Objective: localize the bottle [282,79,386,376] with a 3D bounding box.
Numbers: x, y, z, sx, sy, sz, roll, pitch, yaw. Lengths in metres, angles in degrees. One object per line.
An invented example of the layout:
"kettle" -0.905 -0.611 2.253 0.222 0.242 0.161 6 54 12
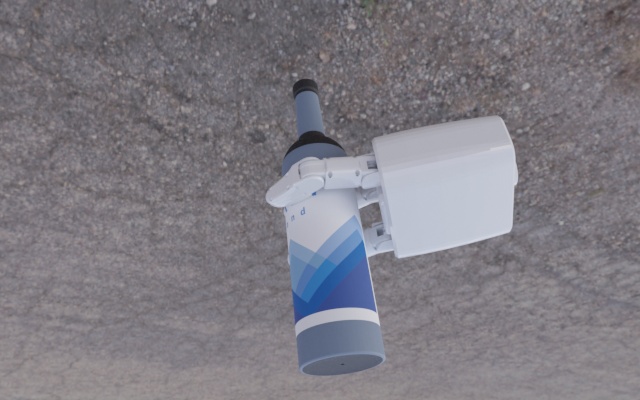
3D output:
"bottle" 0.000 0.002 0.439 0.069 0.295 0.069 -6 -32 -3
